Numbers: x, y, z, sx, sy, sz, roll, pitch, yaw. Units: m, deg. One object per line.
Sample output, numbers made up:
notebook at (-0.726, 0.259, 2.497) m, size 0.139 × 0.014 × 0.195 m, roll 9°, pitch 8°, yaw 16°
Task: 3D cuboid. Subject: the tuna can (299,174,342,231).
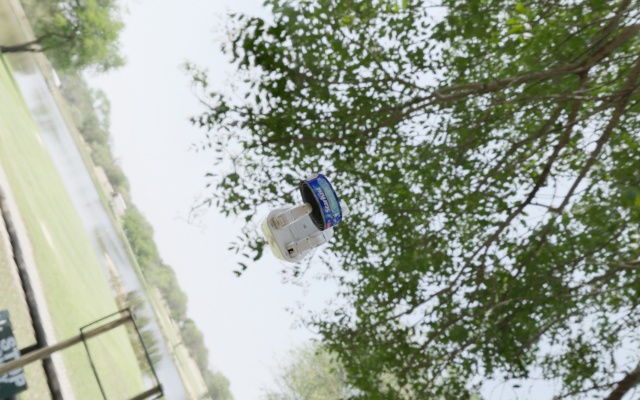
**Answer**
tuna can at (0.001, 0.002, 0.742) m, size 0.034 × 0.086 × 0.086 m, roll -24°, pitch 6°, yaw -15°
